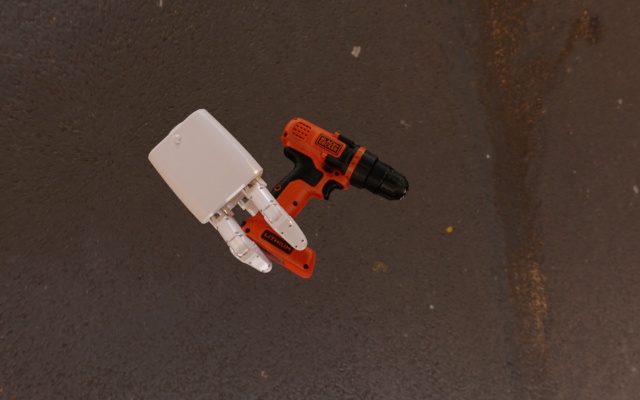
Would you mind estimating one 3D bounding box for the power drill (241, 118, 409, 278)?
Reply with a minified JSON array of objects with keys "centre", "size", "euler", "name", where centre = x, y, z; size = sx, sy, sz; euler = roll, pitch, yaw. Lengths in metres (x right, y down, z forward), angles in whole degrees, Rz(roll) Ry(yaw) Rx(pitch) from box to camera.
[{"centre":[0.000,0.002,0.619],"size":[0.184,0.187,0.057],"euler":[29,-18,9],"name":"power drill"}]
